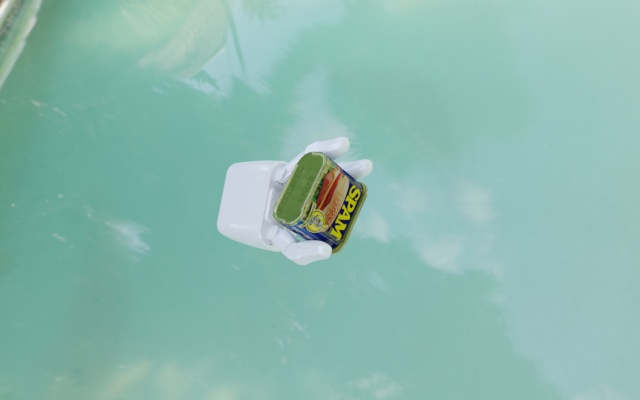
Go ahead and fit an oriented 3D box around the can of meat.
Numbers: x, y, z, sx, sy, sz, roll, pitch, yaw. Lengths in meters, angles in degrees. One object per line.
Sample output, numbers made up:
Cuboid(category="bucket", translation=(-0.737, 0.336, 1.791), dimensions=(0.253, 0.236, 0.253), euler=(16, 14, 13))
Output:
Cuboid(category="can of meat", translation=(0.000, 0.002, 0.582), dimensions=(0.057, 0.102, 0.084), euler=(10, -20, 47))
